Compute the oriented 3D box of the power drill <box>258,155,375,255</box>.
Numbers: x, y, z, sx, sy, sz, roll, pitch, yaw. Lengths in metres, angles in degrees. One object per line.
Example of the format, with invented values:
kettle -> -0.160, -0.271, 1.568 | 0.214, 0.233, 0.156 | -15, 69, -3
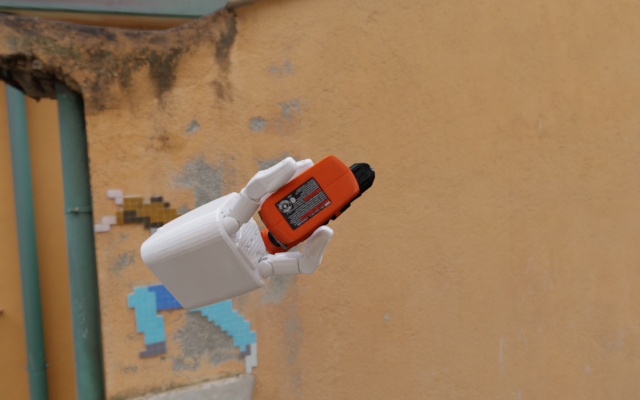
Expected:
power drill -> 0.000, 0.002, 0.585 | 0.184, 0.057, 0.188 | -38, -7, -5
